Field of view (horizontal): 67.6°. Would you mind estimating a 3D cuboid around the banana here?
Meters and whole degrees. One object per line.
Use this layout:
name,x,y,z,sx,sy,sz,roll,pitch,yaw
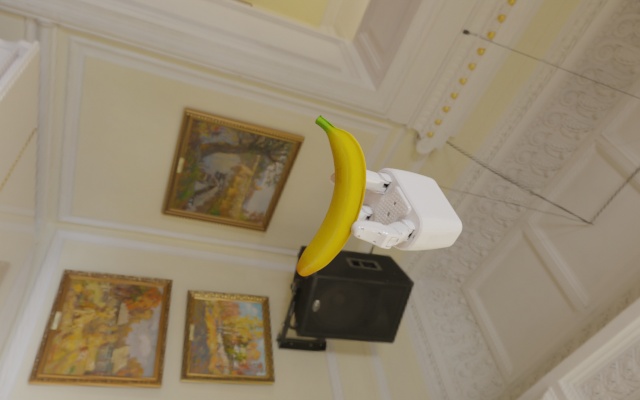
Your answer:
banana,0.017,0.002,0.573,0.069,0.198,0.037,12,10,24
